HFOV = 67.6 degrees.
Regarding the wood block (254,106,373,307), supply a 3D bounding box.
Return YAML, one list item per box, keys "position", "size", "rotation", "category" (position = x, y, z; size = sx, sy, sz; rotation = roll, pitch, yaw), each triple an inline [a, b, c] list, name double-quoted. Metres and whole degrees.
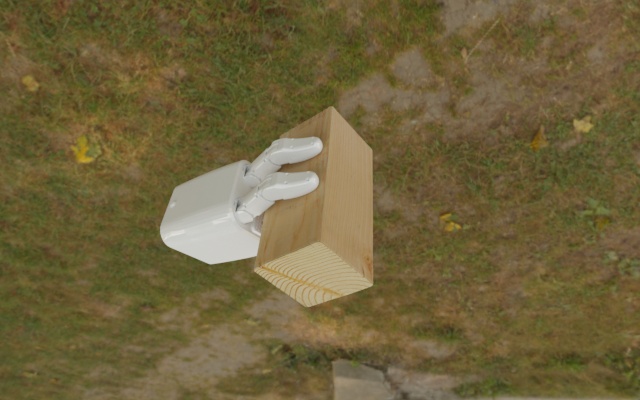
- position: [0.000, 0.002, 0.548]
  size: [0.090, 0.206, 0.091]
  rotation: [-25, -50, 29]
  category: "wood block"
